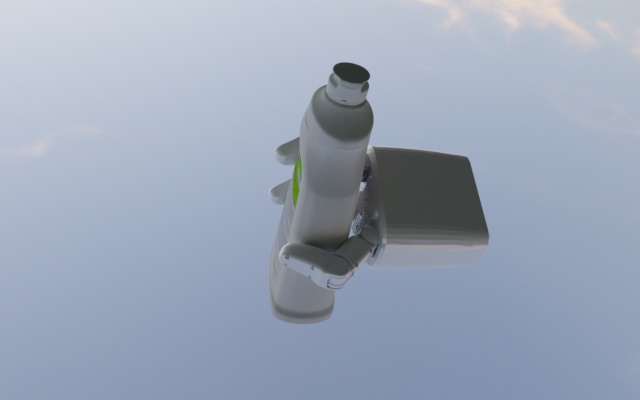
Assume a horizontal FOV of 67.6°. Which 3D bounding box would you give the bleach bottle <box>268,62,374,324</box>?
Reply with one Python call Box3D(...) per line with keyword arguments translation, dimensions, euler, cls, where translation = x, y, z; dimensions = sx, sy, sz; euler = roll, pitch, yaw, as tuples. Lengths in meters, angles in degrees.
Box3D(translation=(0.000, 0.001, 0.425), dimensions=(0.068, 0.102, 0.251), euler=(3, -45, -12), cls="bleach bottle")
